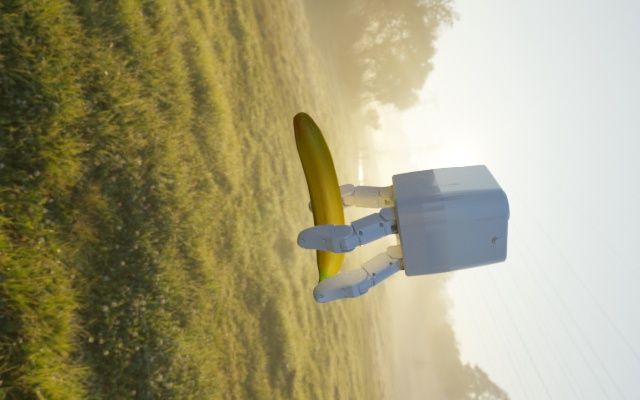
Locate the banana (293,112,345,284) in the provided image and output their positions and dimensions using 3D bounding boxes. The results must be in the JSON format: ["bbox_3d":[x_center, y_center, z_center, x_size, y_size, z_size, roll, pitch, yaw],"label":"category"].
[{"bbox_3d":[0.003,0.000,0.520,0.037,0.198,0.069,-6,14,10],"label":"banana"}]
